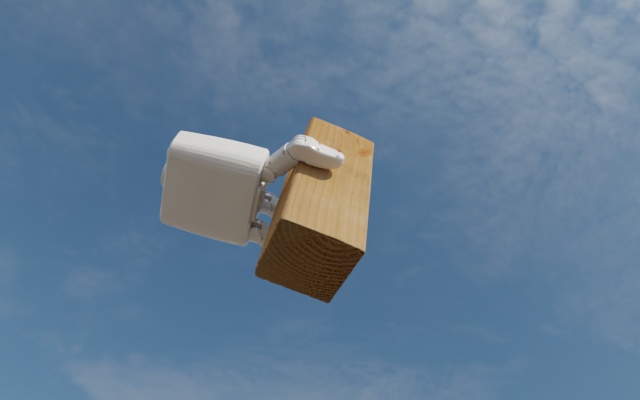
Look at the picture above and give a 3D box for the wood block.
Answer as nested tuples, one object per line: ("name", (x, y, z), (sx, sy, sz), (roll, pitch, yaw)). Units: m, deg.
("wood block", (0.000, 0.001, 0.556), (0.090, 0.091, 0.206), (22, 38, -8))
